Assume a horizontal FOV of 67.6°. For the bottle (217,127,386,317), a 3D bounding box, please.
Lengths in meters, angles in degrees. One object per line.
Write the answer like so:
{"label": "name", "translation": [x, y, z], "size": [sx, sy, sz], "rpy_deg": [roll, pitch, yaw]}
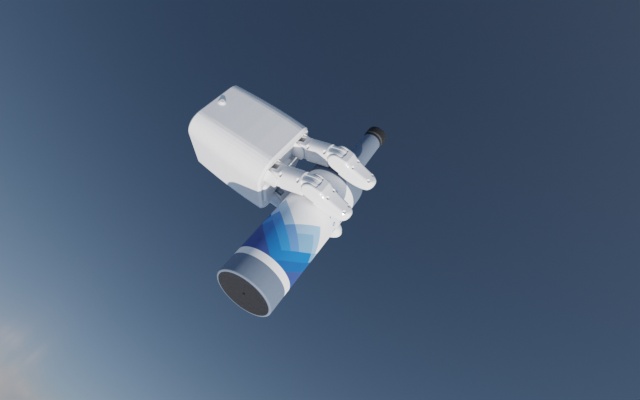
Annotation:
{"label": "bottle", "translation": [0.000, 0.002, 0.557], "size": [0.069, 0.069, 0.295], "rpy_deg": [0, 38, 41]}
